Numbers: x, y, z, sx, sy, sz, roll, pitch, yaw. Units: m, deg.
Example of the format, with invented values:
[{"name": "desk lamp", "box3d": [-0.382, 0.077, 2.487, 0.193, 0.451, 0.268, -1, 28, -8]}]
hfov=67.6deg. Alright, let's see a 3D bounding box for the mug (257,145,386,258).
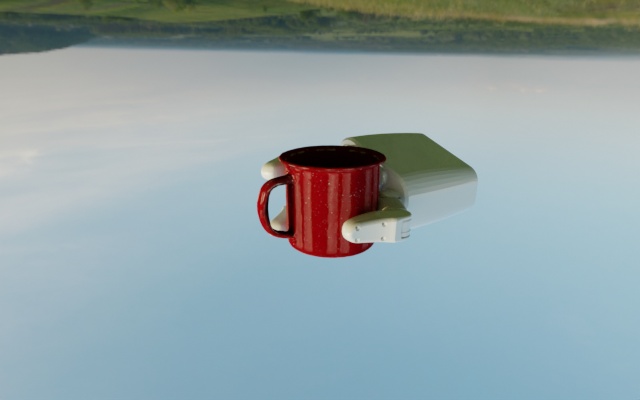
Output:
[{"name": "mug", "box3d": [-0.001, 0.002, 0.420, 0.117, 0.081, 0.093, -11, 21, -30]}]
